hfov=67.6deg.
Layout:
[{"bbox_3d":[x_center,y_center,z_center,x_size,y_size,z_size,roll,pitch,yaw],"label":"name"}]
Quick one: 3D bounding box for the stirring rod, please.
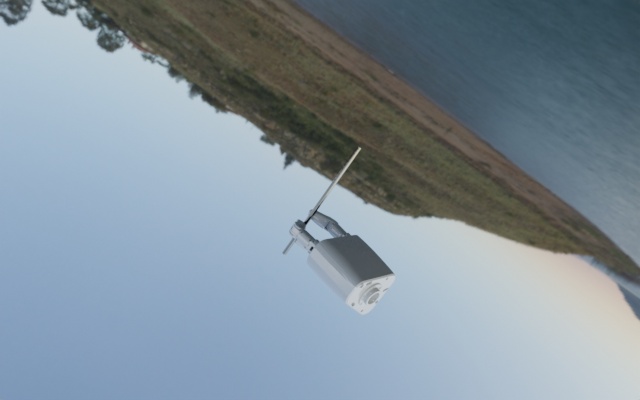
[{"bbox_3d":[0.000,0.003,0.860,0.011,0.239,0.011,33,12,-8],"label":"stirring rod"}]
